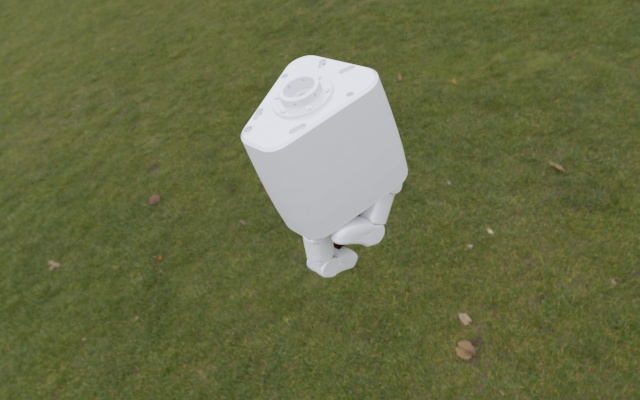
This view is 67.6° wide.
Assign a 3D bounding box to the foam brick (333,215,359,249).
[{"bbox_3d":[0.000,0.002,0.475,0.078,0.053,0.051,26,-24,38],"label":"foam brick"}]
